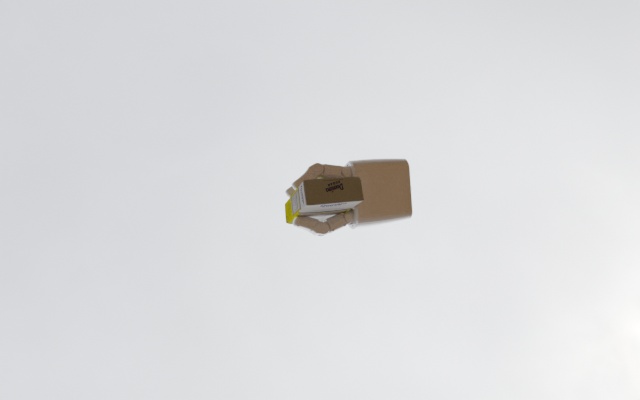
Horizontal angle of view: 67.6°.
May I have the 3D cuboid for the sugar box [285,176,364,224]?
[{"bbox_3d":[0.000,0.002,0.794,0.093,0.048,0.176,-5,-13,-15],"label":"sugar box"}]
